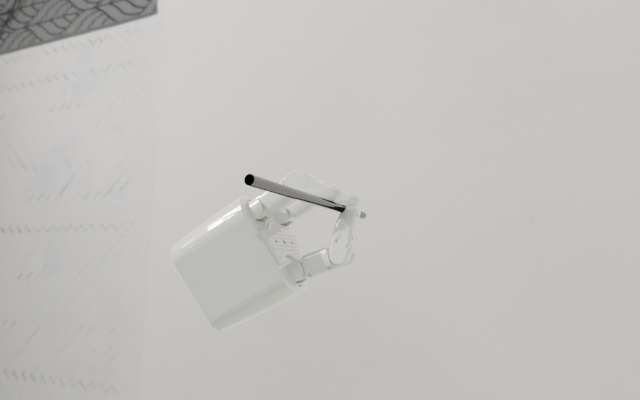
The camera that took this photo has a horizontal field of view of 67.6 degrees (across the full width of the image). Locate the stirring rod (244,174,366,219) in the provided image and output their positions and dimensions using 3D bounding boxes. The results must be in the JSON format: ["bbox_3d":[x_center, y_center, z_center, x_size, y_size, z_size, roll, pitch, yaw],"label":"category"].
[{"bbox_3d":[0.000,0.001,0.428,0.011,0.011,0.239,0,-7,23],"label":"stirring rod"}]
